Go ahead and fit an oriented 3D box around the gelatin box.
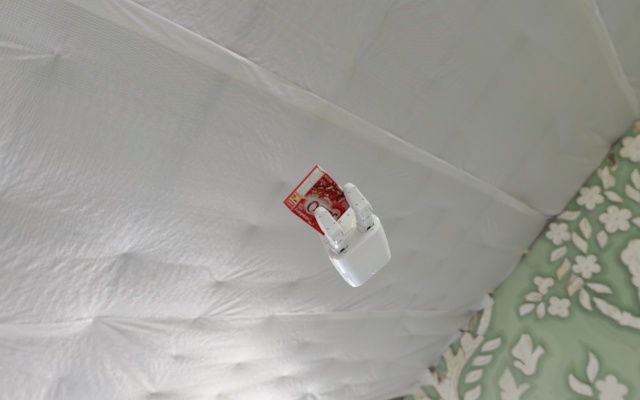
[{"bbox_3d":[0.000,0.002,0.696,0.089,0.073,0.030,41,2,-45],"label":"gelatin box"}]
